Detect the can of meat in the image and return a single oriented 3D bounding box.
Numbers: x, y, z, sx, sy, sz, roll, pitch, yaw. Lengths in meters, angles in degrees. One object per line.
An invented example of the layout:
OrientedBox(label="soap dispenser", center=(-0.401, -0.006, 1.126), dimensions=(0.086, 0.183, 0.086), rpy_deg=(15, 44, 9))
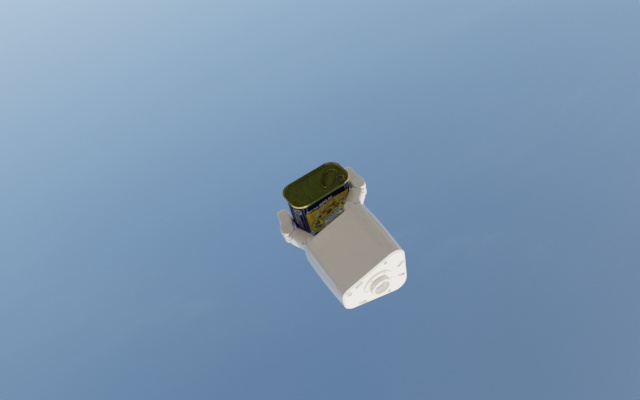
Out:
OrientedBox(label="can of meat", center=(0.000, 0.003, 0.748), dimensions=(0.102, 0.084, 0.057), rpy_deg=(-32, 49, -15))
